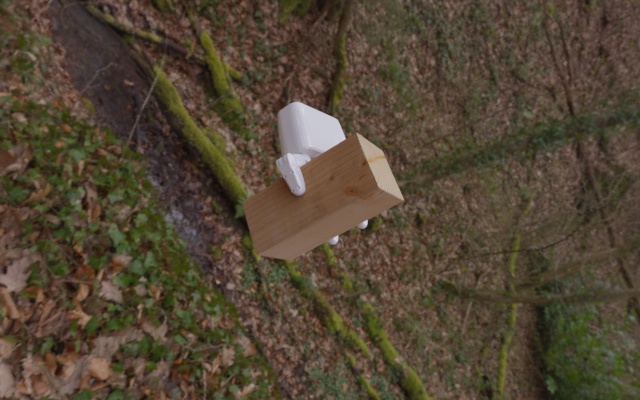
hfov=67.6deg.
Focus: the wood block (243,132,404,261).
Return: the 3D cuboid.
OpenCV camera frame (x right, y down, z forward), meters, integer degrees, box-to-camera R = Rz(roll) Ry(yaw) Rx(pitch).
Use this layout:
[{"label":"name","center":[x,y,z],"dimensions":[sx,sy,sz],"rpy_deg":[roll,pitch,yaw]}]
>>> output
[{"label":"wood block","center":[0.000,0.002,0.693],"dimensions":[0.206,0.090,0.091],"rpy_deg":[-30,-26,22]}]
